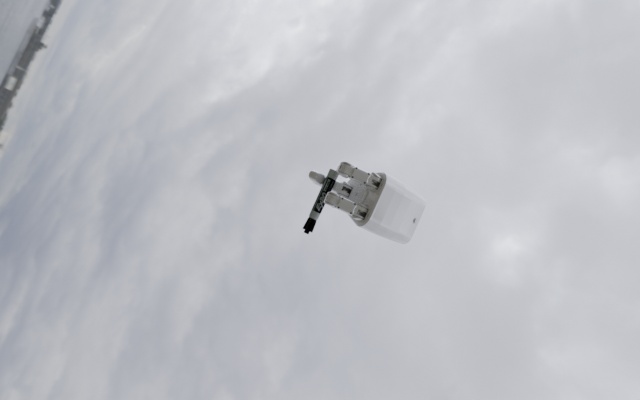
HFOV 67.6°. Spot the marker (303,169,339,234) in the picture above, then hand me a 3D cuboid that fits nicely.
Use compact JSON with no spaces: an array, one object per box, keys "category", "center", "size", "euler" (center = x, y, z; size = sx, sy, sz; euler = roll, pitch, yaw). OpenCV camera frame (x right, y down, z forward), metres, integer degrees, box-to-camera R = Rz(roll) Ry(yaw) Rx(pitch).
[{"category":"marker","center":[0.000,0.003,0.835],"size":[0.020,0.121,0.020],"euler":[25,-1,0]}]
